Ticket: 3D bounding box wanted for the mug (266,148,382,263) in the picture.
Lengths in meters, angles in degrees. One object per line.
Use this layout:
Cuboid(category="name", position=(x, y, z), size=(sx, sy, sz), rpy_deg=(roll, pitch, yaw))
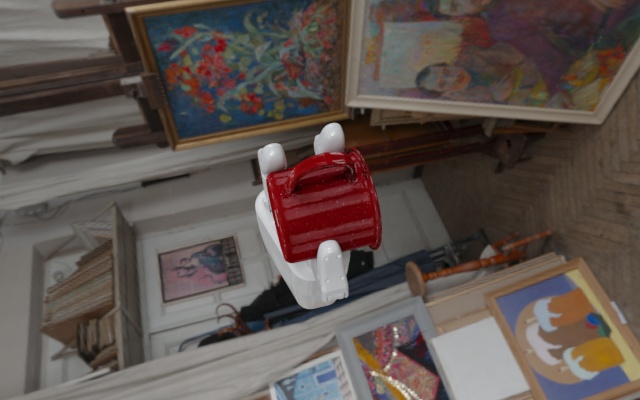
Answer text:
Cuboid(category="mug", position=(0.000, 0.001, 0.407), size=(0.081, 0.093, 0.117), rpy_deg=(-13, -30, -9))
